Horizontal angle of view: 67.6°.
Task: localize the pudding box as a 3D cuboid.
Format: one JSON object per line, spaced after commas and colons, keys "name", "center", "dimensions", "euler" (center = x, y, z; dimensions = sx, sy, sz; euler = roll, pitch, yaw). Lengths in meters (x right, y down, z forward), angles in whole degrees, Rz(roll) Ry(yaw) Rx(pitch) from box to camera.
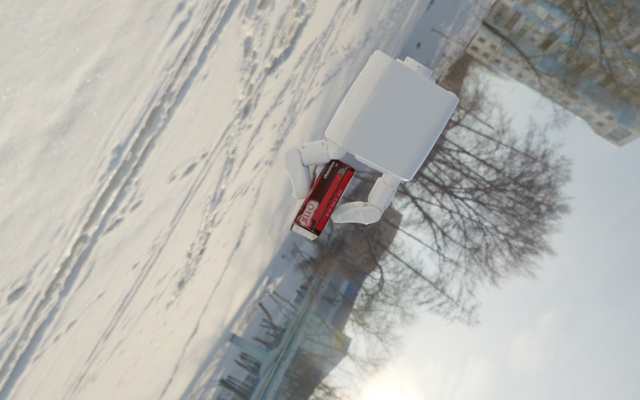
{"name": "pudding box", "center": [0.000, 0.002, 0.583], "dimensions": [0.039, 0.090, 0.113], "euler": [30, -10, 1]}
